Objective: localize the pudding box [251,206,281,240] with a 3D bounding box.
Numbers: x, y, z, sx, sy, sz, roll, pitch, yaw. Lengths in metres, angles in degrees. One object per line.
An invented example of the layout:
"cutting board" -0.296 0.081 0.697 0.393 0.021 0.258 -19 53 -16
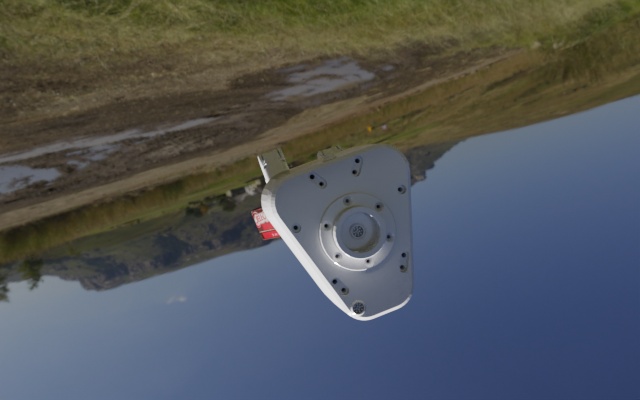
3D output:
"pudding box" 0.000 0.002 0.482 0.113 0.039 0.090 -21 4 -35
